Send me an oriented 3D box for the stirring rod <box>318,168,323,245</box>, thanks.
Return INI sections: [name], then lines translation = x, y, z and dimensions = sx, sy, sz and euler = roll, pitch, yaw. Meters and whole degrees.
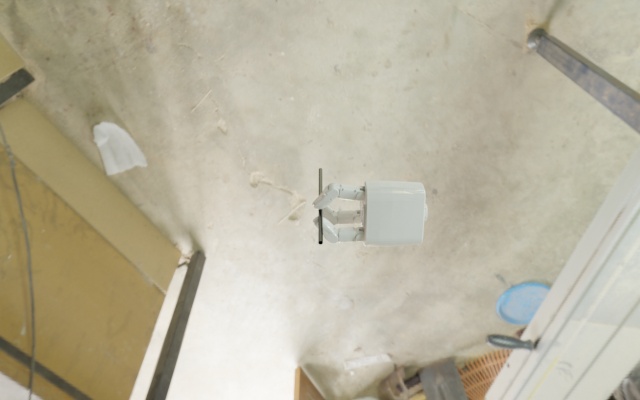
[stirring rod]
translation = 0.000, 0.003, 0.882
dimensions = 0.011, 0.011, 0.239
euler = 0, 34, 0
